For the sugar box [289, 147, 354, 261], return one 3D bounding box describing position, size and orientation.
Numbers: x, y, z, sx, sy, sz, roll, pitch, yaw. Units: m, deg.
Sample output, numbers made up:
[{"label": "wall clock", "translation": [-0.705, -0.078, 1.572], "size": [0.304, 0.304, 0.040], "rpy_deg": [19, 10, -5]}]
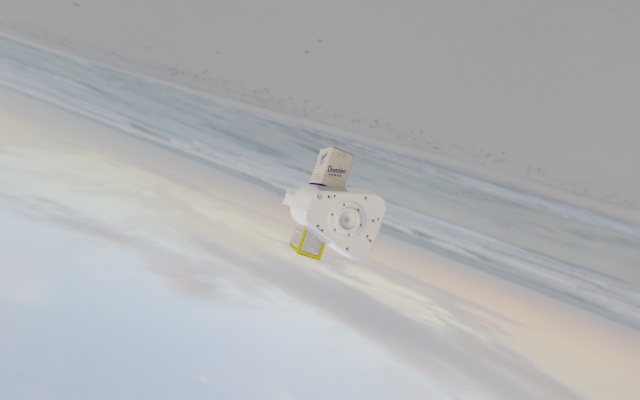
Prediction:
[{"label": "sugar box", "translation": [0.001, 0.003, 0.782], "size": [0.048, 0.176, 0.093], "rpy_deg": [21, -1, -13]}]
